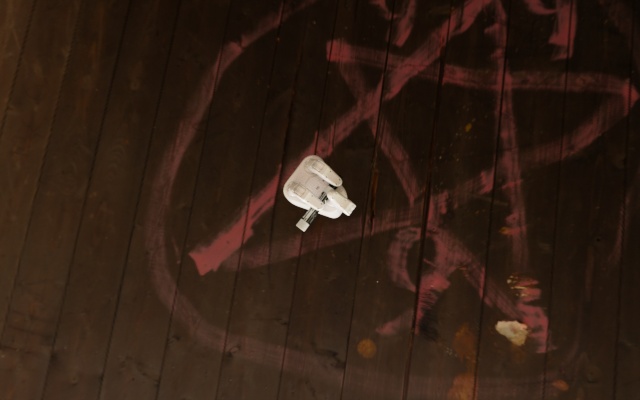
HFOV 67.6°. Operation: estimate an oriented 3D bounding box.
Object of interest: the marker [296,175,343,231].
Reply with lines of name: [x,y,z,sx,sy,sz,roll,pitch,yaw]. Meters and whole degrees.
marker: [0.000,0.003,0.867,0.020,0.121,0.020,37,-4,3]
